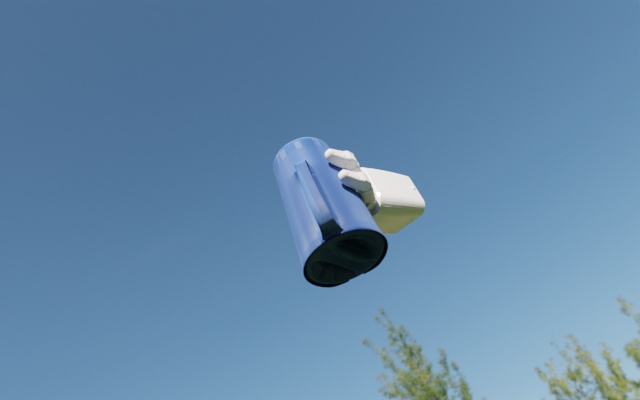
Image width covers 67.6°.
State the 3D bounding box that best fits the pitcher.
[{"bbox_3d":[0.000,0.003,0.768,0.145,0.149,0.242,5,42,-30],"label":"pitcher"}]
